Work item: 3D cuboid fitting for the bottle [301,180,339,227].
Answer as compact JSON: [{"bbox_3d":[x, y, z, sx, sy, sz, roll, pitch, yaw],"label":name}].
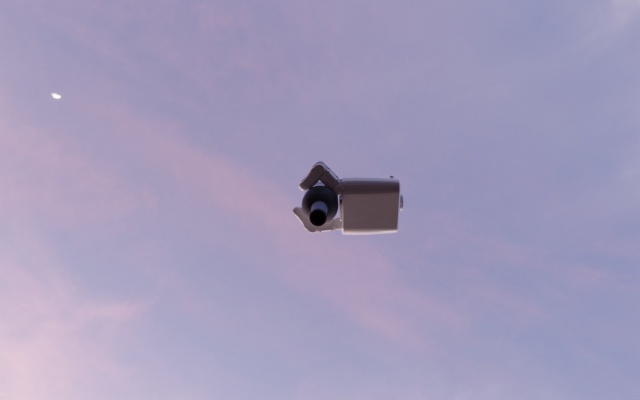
[{"bbox_3d":[0.000,0.003,0.889,0.069,0.069,0.295,0,10,2],"label":"bottle"}]
